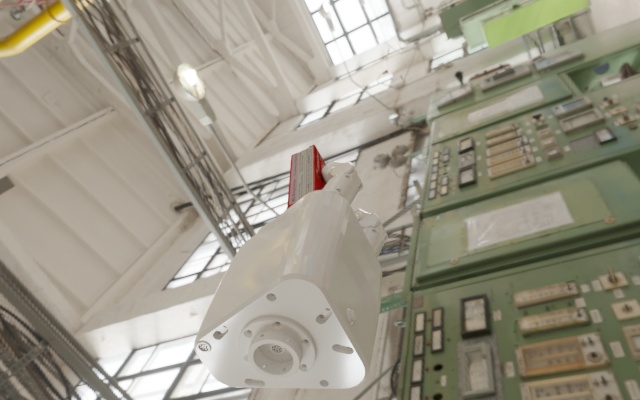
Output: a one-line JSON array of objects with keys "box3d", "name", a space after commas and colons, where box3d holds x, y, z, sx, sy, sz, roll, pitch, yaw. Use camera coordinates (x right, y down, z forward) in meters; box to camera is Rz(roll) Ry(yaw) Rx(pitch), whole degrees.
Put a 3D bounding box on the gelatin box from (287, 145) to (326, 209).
[{"box3d": [0.000, 0.001, 0.451, 0.030, 0.073, 0.089, -23, 34, 15], "name": "gelatin box"}]
